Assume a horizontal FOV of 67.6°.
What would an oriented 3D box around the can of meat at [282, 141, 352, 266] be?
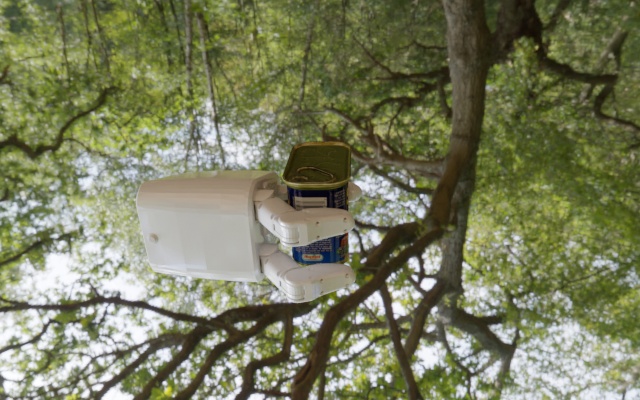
[{"bbox_3d":[0.000,0.002,0.442,0.057,0.084,0.102,0,26,4],"label":"can of meat"}]
